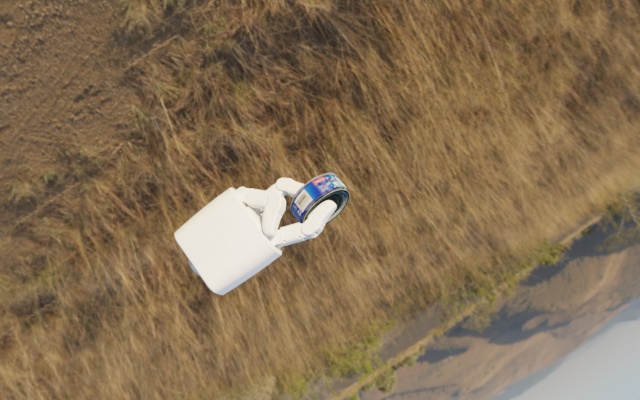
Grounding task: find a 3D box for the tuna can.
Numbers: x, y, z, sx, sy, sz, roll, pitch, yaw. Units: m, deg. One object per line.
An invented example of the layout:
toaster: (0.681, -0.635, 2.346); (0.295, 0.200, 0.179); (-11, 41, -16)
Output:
tuna can: (0.000, 0.003, 0.693); (0.086, 0.086, 0.033); (0, 44, -52)
